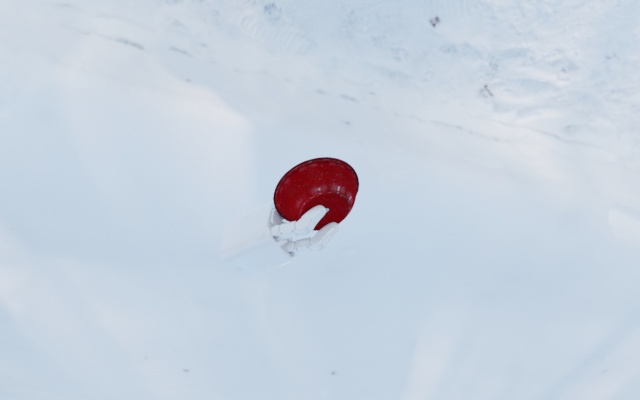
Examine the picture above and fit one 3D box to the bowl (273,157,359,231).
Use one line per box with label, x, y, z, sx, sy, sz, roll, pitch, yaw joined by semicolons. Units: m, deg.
bowl;0.001;0.002;0.848;0.162;0.162;0.055;0;41;-21
